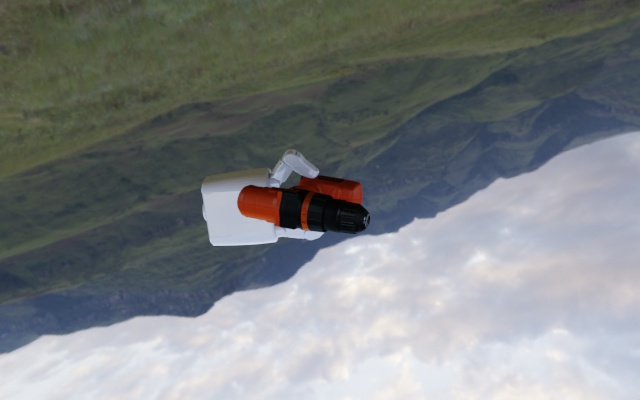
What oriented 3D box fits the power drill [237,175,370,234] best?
[{"bbox_3d":[0.000,0.002,0.691,0.184,0.057,0.187,11,10,20],"label":"power drill"}]
